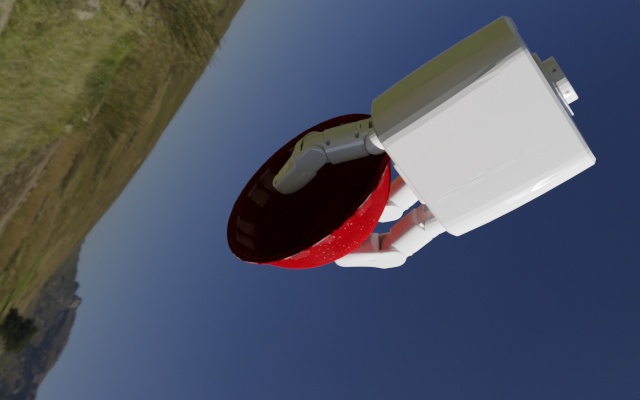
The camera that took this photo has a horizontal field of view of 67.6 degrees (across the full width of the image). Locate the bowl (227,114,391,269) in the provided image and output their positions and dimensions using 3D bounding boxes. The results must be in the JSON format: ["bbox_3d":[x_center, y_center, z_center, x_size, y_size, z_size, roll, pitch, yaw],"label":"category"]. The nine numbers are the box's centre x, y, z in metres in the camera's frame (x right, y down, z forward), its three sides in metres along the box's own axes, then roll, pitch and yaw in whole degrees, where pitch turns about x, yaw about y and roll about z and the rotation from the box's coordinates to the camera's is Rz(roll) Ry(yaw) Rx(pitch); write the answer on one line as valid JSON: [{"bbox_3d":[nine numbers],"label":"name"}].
[{"bbox_3d":[-0.001,0.002,0.404,0.162,0.162,0.055,0,-41,46],"label":"bowl"}]
